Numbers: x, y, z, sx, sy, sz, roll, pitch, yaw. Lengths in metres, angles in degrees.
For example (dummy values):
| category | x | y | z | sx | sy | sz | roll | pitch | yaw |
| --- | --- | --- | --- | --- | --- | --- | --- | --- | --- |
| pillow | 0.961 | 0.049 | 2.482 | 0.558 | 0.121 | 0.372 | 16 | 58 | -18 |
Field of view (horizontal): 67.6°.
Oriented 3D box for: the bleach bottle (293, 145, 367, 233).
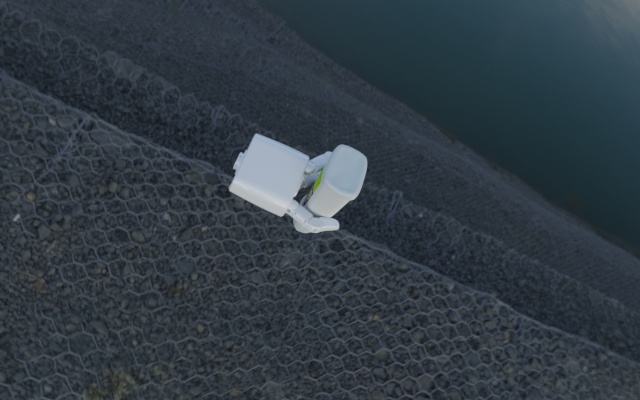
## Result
| category | x | y | z | sx | sy | sz | roll | pitch | yaw |
| --- | --- | --- | --- | --- | --- | --- | --- | --- | --- |
| bleach bottle | 0.000 | 0.003 | 0.885 | 0.068 | 0.102 | 0.251 | 27 | -34 | -8 |
